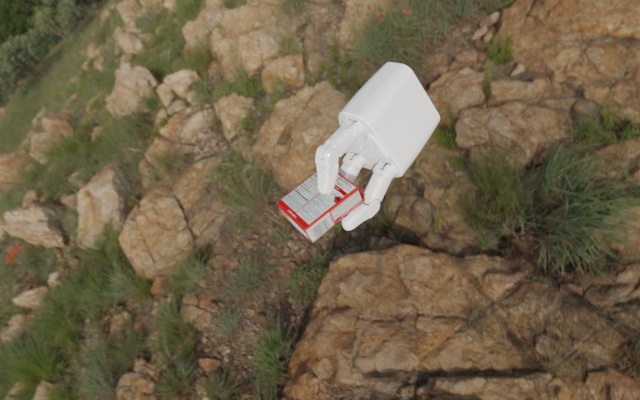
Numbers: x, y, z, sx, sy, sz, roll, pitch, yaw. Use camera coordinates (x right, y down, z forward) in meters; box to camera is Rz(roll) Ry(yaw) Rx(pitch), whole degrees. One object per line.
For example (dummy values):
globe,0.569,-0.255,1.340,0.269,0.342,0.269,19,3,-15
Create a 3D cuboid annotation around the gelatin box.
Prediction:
gelatin box,0.000,0.002,0.610,0.089,0.030,0.073,-38,44,-12
